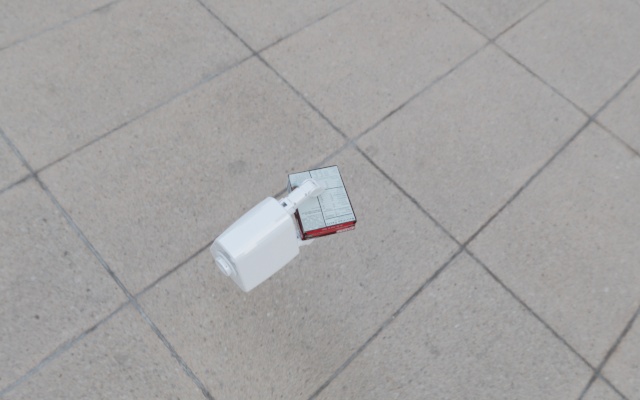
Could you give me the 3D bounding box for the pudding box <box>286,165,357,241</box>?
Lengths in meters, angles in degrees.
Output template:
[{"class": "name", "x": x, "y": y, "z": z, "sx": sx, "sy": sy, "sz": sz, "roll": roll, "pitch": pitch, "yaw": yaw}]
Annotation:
[{"class": "pudding box", "x": 0.000, "y": 0.002, "z": 0.779, "sx": 0.090, "sy": 0.113, "sz": 0.039, "roll": -11, "pitch": -25, "yaw": -12}]
